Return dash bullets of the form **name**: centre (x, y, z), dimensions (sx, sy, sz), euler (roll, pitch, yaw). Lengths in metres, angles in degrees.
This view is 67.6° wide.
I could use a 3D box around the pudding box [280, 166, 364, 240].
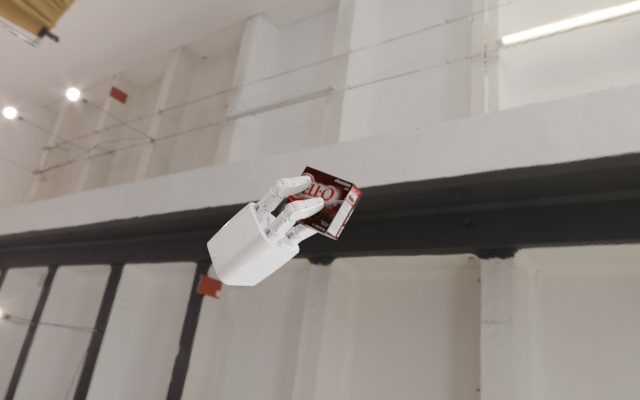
- **pudding box**: centre (0.000, 0.003, 0.763), dimensions (0.113, 0.090, 0.039), euler (24, -9, 40)
